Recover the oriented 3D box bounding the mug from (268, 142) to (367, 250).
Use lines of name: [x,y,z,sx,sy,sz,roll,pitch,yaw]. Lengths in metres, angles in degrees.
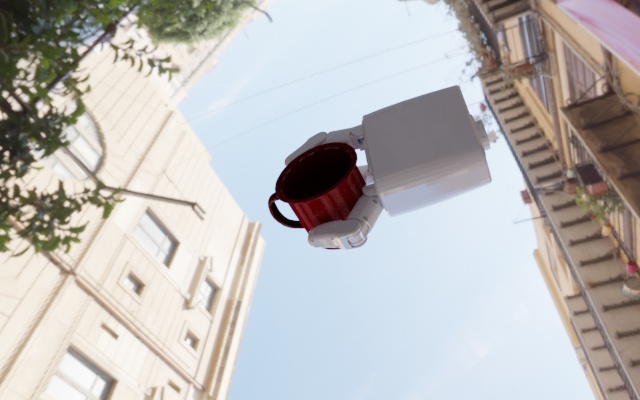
mug: [-0.001,0.002,0.514,0.117,0.081,0.093,-18,37,18]
